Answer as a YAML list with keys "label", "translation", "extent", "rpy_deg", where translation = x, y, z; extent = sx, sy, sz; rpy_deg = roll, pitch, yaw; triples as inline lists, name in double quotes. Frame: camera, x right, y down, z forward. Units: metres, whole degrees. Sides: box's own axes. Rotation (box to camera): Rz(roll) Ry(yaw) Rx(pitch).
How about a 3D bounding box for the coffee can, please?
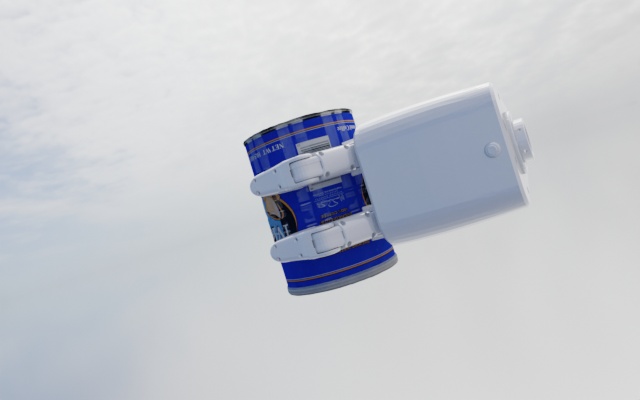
- label: "coffee can"
  translation: [0.000, 0.002, 0.429]
  extent: [0.103, 0.140, 0.103]
  rpy_deg: [-17, 0, 0]
